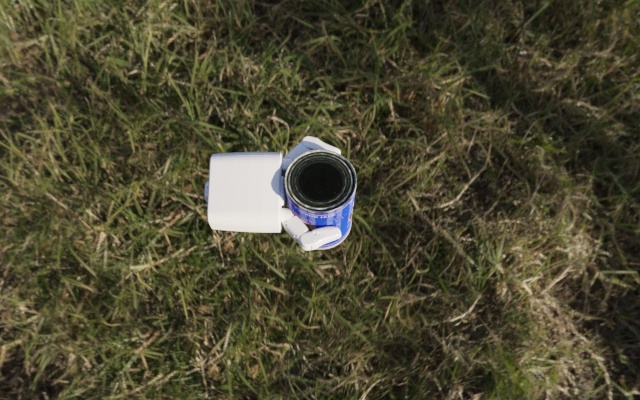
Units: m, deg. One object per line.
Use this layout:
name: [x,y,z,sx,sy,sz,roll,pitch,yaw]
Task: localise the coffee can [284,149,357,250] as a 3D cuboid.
coffee can: [0.000,0.003,0.730,0.103,0.102,0.140,0,-27,0]
